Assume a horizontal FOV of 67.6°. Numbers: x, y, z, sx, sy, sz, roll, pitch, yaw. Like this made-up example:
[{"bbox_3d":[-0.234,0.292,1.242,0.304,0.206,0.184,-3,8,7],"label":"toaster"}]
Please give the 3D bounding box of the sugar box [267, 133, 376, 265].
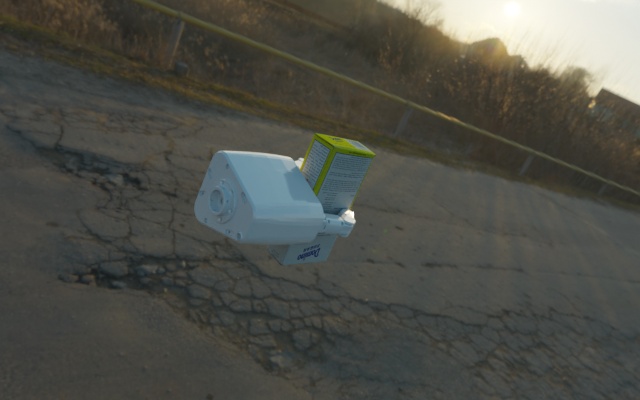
[{"bbox_3d":[0.000,0.002,0.643,0.093,0.176,0.048,3,30,-48],"label":"sugar box"}]
